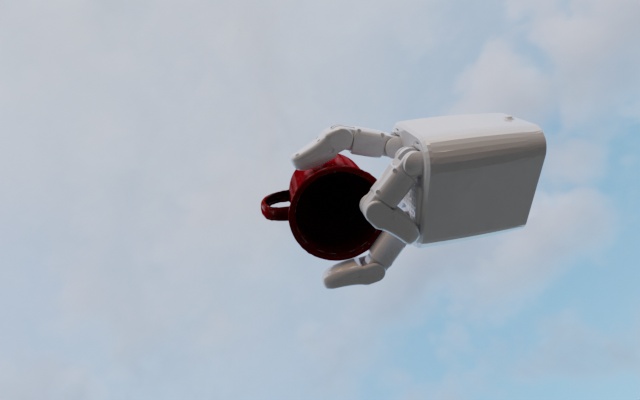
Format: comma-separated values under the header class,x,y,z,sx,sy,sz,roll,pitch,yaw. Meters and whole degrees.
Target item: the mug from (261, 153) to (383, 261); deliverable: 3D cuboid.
class,x,y,z,sx,sy,sz,roll,pitch,yaw
mug,-0.001,0.002,0.469,0.117,0.093,0.081,-8,21,-6
